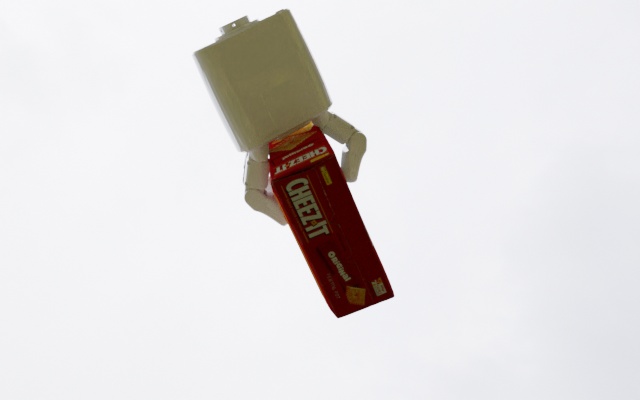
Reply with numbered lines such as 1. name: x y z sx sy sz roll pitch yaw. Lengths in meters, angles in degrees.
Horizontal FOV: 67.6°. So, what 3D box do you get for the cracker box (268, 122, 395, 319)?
1. cracker box: 0.000 0.002 0.536 0.072 0.164 0.213 -24 22 2
